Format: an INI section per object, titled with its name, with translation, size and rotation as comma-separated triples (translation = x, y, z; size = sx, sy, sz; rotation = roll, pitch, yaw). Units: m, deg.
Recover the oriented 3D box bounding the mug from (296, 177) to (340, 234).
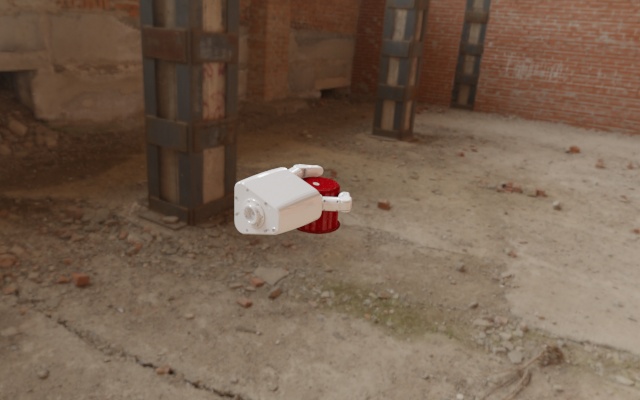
[mug]
translation = 0.001, 0.002, 0.889
size = 0.093, 0.081, 0.117
rotation = 18, 25, 33
